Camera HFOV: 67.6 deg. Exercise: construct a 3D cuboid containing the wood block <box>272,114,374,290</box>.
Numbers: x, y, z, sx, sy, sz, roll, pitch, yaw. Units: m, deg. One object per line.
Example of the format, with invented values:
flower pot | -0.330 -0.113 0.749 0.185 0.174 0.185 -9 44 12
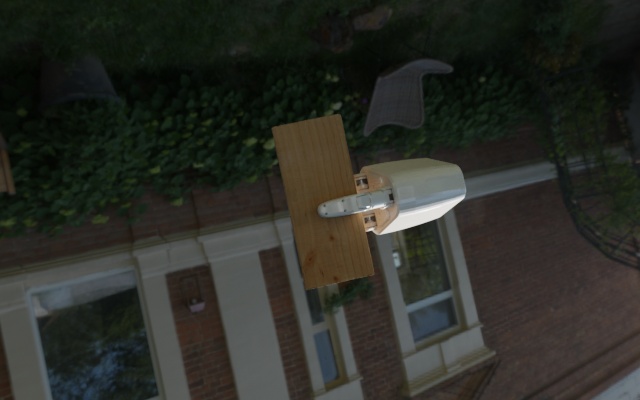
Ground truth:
wood block | 0.001 0.002 0.633 0.090 0.206 0.091 -12 -2 -5
